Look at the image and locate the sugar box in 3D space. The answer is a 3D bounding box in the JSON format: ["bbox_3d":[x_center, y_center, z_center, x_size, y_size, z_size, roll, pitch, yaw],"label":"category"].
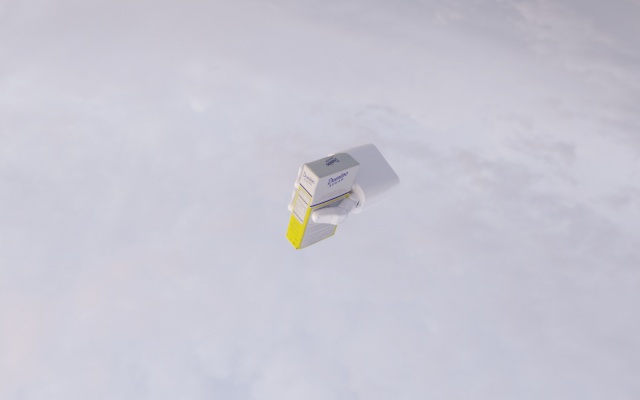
[{"bbox_3d":[0.000,0.002,0.831,0.093,0.176,0.048,-20,51,-36],"label":"sugar box"}]
